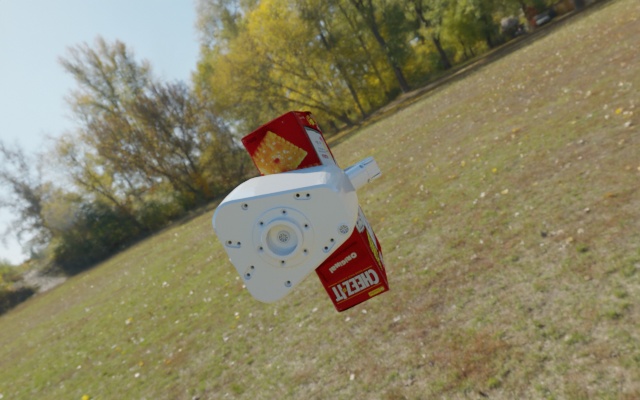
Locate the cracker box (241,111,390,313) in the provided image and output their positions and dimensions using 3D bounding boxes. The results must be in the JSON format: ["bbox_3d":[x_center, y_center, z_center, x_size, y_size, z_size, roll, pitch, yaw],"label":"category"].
[{"bbox_3d":[0.000,0.002,0.569,0.072,0.214,0.164,-27,8,9],"label":"cracker box"}]
